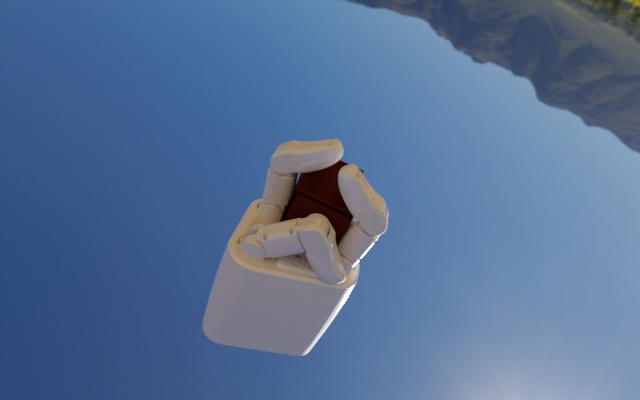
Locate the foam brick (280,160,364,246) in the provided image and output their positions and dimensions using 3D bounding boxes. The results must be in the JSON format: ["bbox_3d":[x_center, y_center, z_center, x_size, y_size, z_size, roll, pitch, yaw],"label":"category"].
[{"bbox_3d":[0.000,0.001,0.411,0.053,0.051,0.078,24,33,-3],"label":"foam brick"}]
